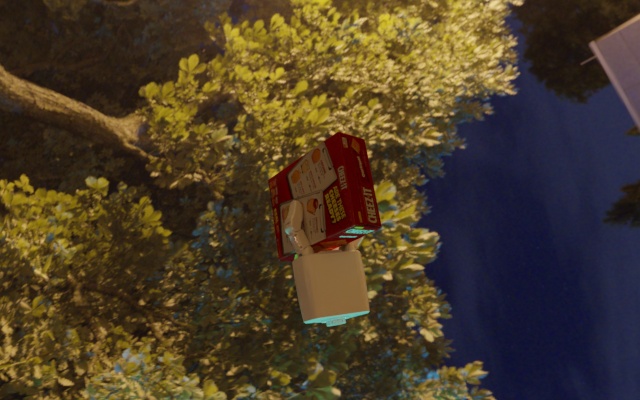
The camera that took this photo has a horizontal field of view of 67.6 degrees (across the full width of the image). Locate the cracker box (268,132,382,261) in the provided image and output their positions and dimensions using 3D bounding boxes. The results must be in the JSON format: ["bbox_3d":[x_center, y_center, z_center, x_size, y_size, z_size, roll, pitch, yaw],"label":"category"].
[{"bbox_3d":[0.000,0.003,0.839,0.072,0.164,0.214,7,-24,-39],"label":"cracker box"}]
